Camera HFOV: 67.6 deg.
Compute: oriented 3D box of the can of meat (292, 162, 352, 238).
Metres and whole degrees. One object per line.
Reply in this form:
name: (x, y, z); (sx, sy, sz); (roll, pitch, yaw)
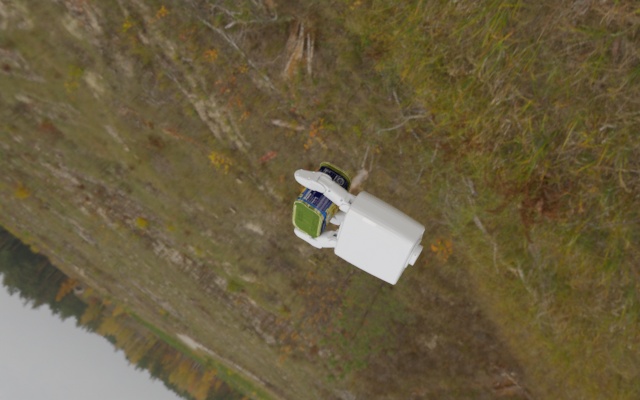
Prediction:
can of meat: (0.000, 0.003, 0.757); (0.057, 0.084, 0.102); (31, -26, 11)
